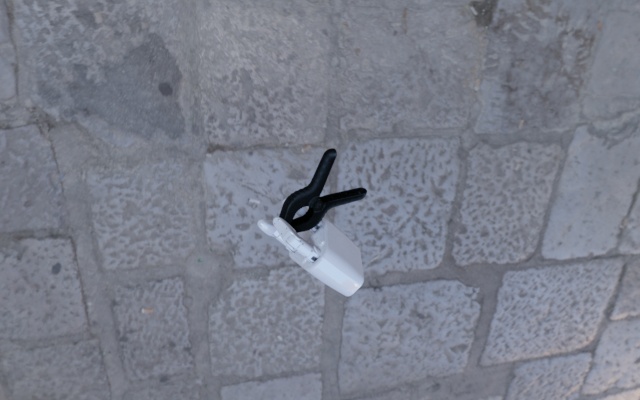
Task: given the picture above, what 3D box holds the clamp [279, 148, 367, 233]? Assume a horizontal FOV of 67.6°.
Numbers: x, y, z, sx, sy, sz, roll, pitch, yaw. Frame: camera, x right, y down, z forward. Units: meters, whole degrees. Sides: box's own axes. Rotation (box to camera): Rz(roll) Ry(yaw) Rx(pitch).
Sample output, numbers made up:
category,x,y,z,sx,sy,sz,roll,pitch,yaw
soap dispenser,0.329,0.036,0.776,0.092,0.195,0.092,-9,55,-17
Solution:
category,x,y,z,sx,sy,sz,roll,pitch,yaw
clamp,0.000,0.003,0.838,0.120,0.171,0.039,39,10,-28
